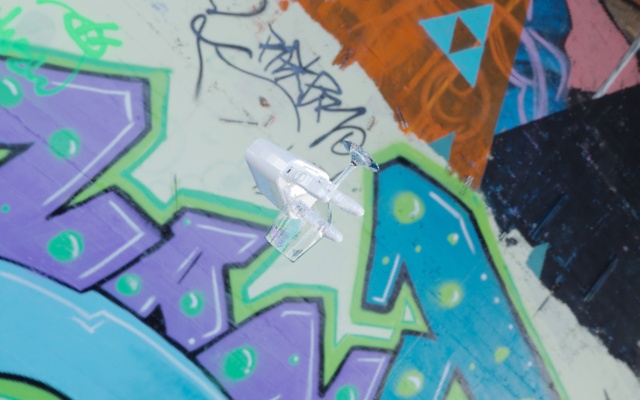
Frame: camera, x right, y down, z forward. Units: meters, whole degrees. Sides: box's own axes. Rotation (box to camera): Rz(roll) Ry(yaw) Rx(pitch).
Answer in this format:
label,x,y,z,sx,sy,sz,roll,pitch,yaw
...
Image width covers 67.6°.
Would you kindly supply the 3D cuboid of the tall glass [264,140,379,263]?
label,x,y,z,sx,sy,sz,roll,pitch,yaw
tall glass,0.001,0.002,0.750,0.079,0.201,0.079,40,-8,6
